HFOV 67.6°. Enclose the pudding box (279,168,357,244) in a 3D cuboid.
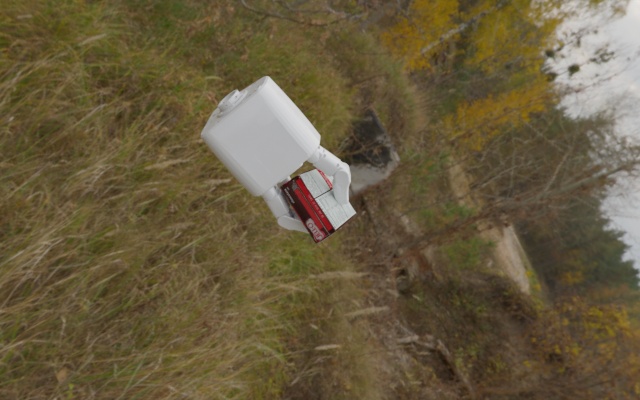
[{"bbox_3d":[0.000,0.002,0.660,0.039,0.090,0.113,-33,-1,23],"label":"pudding box"}]
